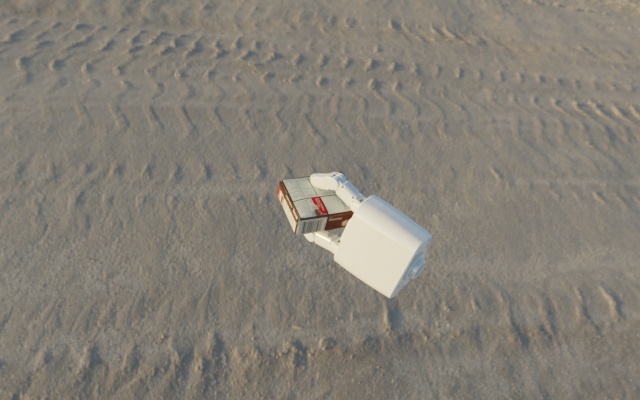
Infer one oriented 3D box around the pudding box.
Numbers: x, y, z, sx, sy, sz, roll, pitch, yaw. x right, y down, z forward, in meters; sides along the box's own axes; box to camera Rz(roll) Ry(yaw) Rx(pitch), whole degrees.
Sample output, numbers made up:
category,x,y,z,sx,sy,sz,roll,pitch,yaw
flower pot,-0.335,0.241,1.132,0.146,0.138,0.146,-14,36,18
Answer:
category,x,y,z,sx,sy,sz,roll,pitch,yaw
pudding box,0.000,0.002,0.743,0.113,0.039,0.090,-7,46,-24
